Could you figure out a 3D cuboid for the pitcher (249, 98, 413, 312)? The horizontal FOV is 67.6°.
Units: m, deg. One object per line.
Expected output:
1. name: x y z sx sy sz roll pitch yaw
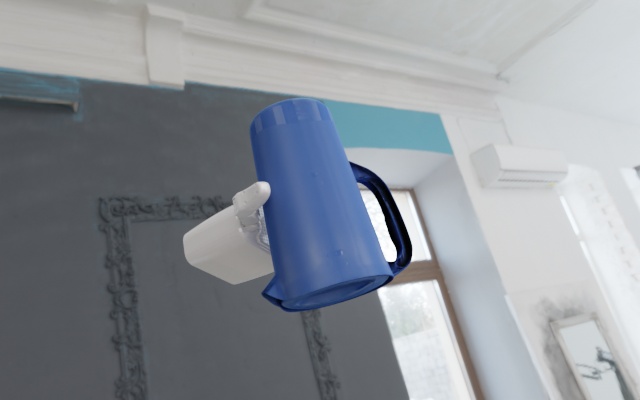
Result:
1. pitcher: 0.000 0.002 0.579 0.145 0.242 0.149 -26 -22 26
